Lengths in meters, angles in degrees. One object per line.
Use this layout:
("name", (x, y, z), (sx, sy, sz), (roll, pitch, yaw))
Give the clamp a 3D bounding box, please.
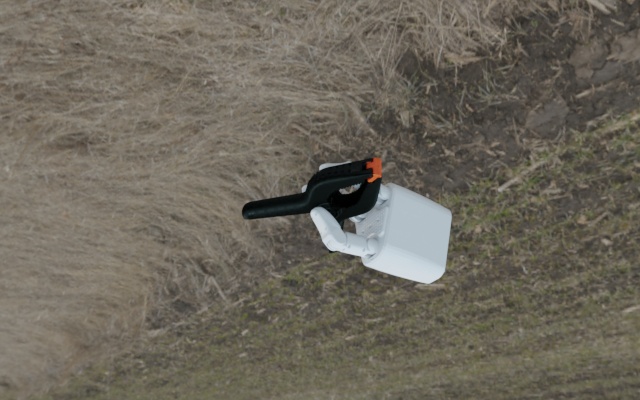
("clamp", (0.001, 0.003, 0.636), (0.164, 0.036, 0.210), (19, -37, -22))
